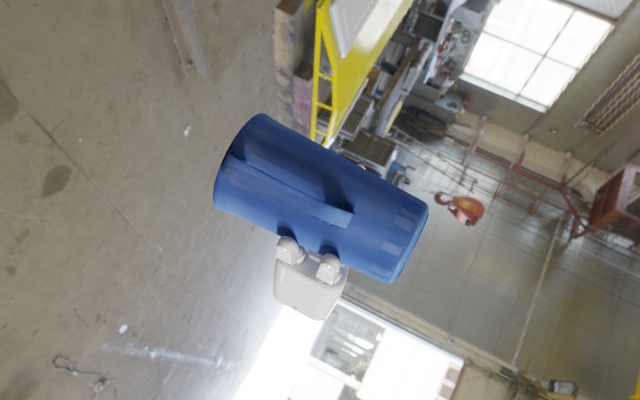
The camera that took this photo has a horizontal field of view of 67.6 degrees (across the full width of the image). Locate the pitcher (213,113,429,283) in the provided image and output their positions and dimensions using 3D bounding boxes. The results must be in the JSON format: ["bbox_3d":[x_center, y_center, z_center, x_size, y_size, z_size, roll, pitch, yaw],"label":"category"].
[{"bbox_3d":[0.000,0.002,0.576,0.243,0.145,0.149,26,49,9],"label":"pitcher"}]
